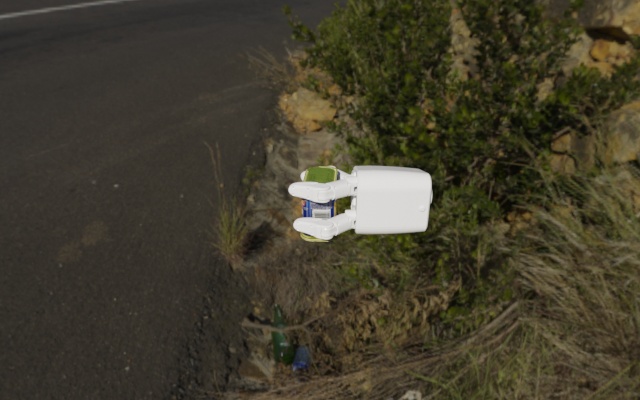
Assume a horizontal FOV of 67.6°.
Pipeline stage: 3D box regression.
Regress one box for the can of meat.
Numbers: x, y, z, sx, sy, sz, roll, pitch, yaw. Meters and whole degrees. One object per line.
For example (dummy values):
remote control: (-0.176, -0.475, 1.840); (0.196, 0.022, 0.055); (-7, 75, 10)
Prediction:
can of meat: (0.000, 0.002, 0.741); (0.057, 0.084, 0.102); (2, 26, 3)
